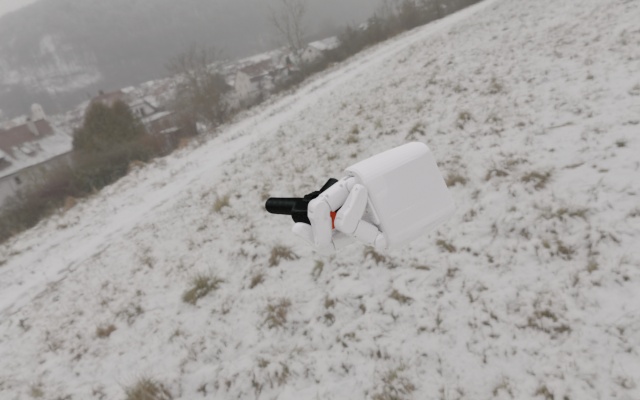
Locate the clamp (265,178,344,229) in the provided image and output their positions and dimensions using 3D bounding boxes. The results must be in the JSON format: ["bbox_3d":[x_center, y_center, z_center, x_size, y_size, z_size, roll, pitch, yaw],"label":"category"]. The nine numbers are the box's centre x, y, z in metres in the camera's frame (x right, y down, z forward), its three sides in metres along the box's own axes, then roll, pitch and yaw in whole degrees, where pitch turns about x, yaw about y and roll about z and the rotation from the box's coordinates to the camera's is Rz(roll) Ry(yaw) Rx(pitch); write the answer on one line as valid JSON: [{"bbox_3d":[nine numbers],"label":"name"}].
[{"bbox_3d":[0.000,0.002,0.672,0.120,0.039,0.171,-27,21,-18],"label":"clamp"}]
